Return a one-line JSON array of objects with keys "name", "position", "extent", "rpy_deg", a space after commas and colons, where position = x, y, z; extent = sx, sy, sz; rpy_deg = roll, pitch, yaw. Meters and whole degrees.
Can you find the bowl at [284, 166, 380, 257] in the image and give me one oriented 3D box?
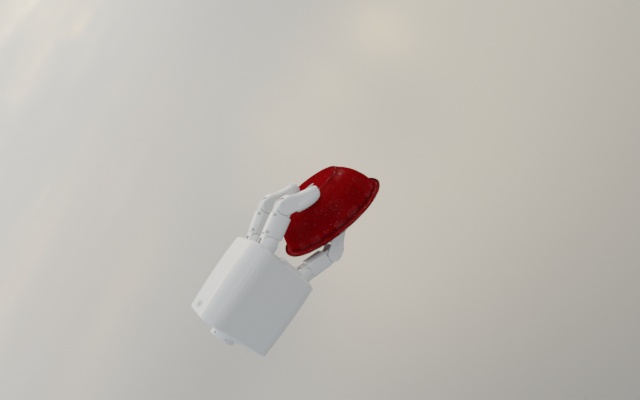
[{"name": "bowl", "position": [0.001, 0.001, 0.653], "extent": [0.162, 0.055, 0.162], "rpy_deg": [-36, 15, 11]}]
